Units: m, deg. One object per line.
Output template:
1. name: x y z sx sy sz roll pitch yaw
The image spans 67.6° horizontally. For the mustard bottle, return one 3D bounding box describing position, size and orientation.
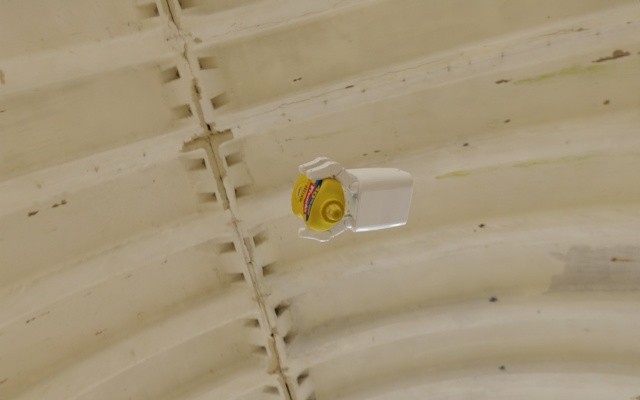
1. mustard bottle: 0.000 0.003 0.849 0.058 0.096 0.191 21 6 -20
